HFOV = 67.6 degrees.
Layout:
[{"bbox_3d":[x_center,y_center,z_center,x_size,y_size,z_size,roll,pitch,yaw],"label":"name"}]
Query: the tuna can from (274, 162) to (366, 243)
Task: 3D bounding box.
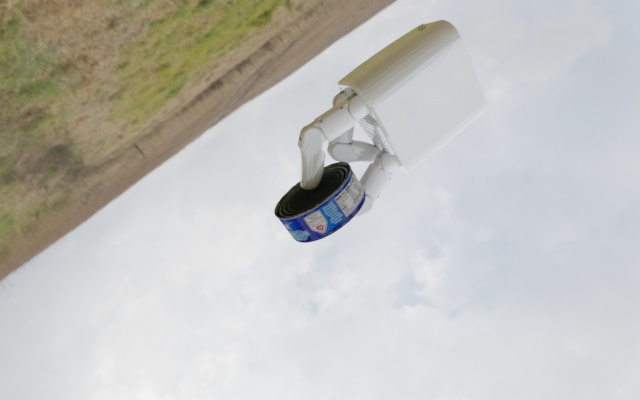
[{"bbox_3d":[0.000,0.002,0.460,0.086,0.034,0.086,-29,21,13],"label":"tuna can"}]
